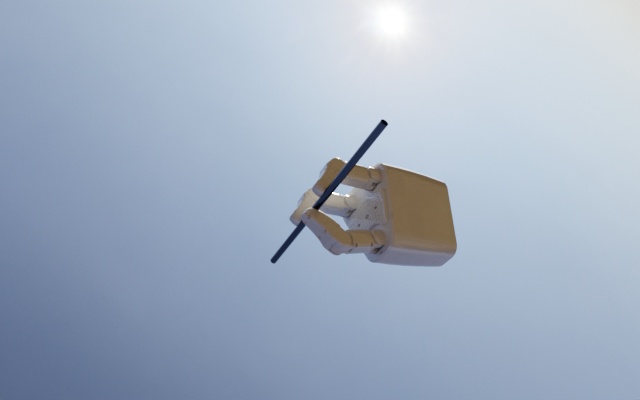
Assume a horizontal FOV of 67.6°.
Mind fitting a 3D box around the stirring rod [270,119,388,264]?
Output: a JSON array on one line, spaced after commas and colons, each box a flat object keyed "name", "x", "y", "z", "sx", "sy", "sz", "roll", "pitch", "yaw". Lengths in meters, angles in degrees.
[{"name": "stirring rod", "x": 0.000, "y": 0.002, "z": 0.509, "sx": 0.011, "sy": 0.011, "sz": 0.240, "roll": 0, "pitch": -37, "yaw": -37}]
